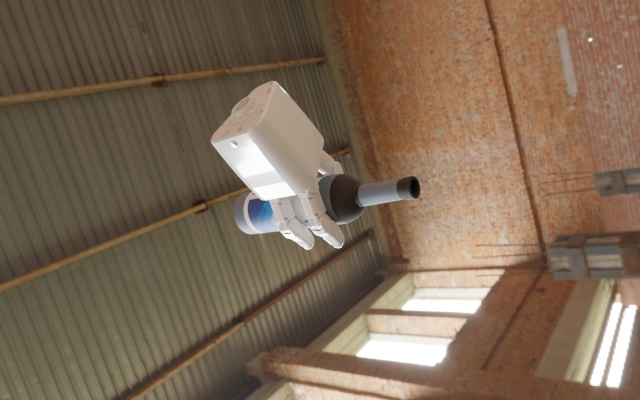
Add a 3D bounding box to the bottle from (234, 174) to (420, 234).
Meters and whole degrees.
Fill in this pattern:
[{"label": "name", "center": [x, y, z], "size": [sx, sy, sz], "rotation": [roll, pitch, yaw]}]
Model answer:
[{"label": "bottle", "center": [0.000, 0.002, 0.656], "size": [0.296, 0.069, 0.069], "rotation": [-9, -6, 40]}]
